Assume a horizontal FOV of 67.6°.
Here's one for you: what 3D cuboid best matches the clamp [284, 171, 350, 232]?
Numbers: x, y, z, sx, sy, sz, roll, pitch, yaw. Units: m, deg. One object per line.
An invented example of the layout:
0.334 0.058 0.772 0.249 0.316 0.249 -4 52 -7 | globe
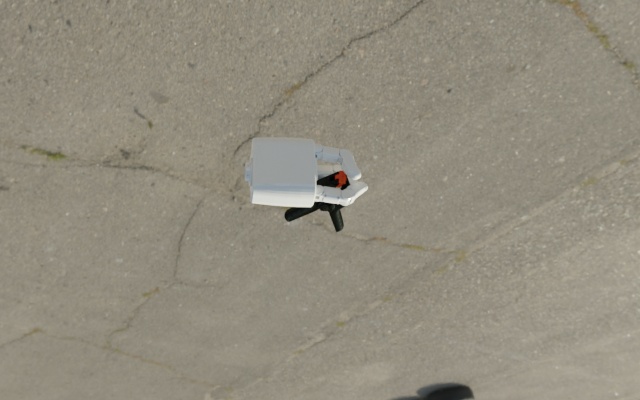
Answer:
0.000 0.003 0.887 0.120 0.039 0.172 3 -37 -11 | clamp
